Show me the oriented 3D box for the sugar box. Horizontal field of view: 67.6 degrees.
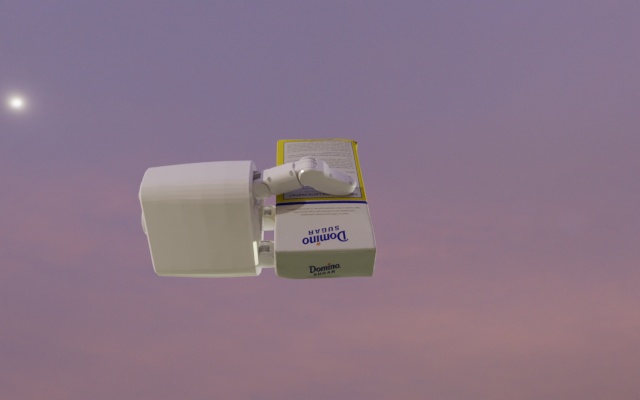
[{"bbox_3d":[0.000,0.002,0.495,0.093,0.048,0.176,-1,43,-2],"label":"sugar box"}]
